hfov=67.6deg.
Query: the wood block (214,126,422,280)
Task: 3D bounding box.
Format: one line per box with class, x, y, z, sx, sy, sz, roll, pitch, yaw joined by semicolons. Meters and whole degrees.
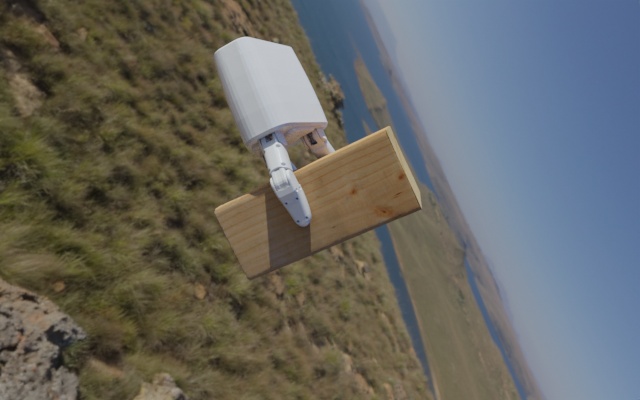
wood block;0.000;0.001;0.541;0.206;0.090;0.091;-24;6;14
